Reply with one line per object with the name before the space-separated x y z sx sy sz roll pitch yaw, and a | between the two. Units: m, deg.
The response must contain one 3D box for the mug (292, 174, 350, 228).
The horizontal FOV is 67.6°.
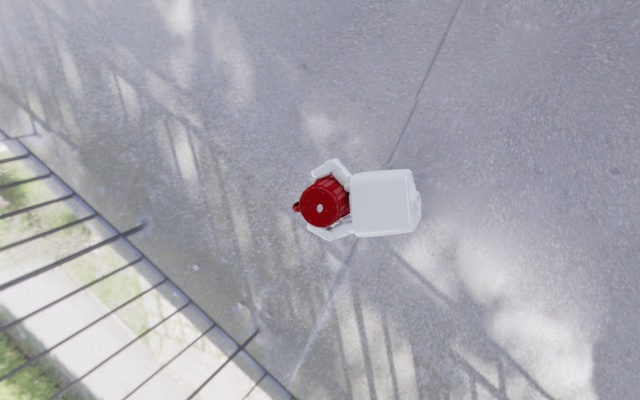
mug | -0.001 0.003 0.900 0.117 0.093 0.081 -7 13 25
